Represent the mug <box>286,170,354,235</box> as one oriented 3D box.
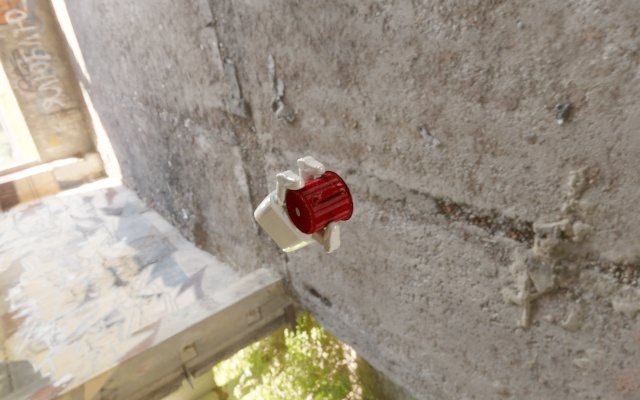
[{"bbox_3d":[0.001,0.002,0.790,0.081,0.093,0.117,-24,-6,-29],"label":"mug"}]
